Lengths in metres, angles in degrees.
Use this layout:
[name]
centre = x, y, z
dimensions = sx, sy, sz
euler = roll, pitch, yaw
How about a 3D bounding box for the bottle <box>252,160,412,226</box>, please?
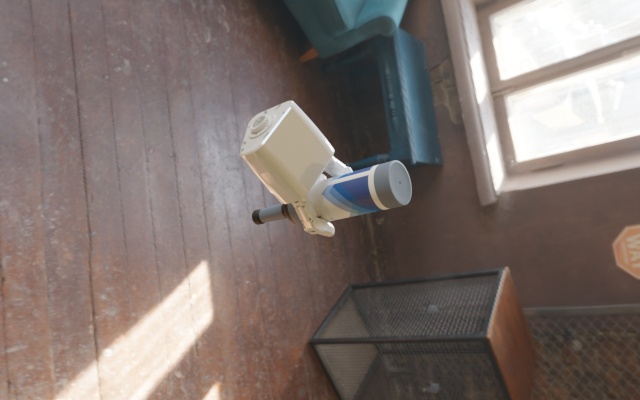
[bottle]
centre = 0.000, 0.003, 0.770
dimensions = 0.296, 0.069, 0.069
euler = -14, -8, 37
